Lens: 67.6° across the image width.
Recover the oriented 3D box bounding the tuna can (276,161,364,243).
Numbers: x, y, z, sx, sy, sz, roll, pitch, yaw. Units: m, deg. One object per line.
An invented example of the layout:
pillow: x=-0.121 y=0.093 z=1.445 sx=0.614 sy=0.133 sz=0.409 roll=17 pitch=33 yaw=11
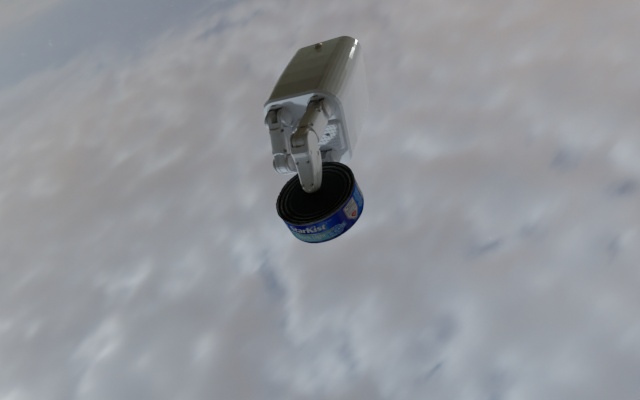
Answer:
tuna can: x=0.000 y=0.002 z=0.487 sx=0.086 sy=0.086 sz=0.034 roll=0 pitch=-42 yaw=32
